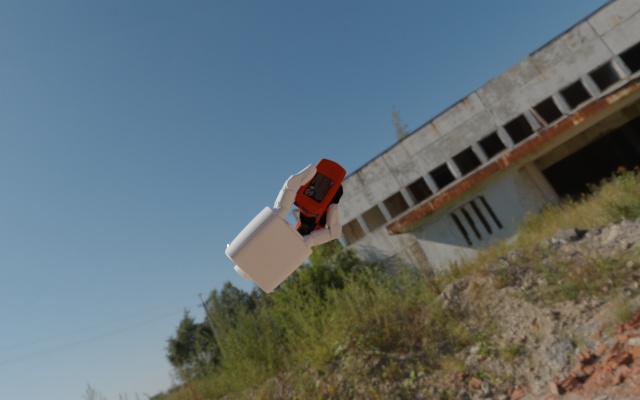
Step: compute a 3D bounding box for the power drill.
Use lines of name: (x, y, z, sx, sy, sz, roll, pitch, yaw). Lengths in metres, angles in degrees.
power drill: (0.000, 0.003, 0.896, 0.057, 0.184, 0.188, 27, -27, 9)
